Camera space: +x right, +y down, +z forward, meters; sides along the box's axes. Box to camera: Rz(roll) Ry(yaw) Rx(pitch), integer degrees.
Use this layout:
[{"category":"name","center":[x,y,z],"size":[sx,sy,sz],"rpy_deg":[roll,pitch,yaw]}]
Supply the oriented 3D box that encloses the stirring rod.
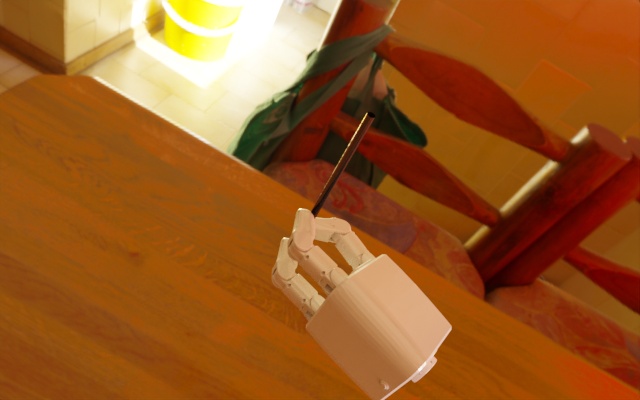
[{"category":"stirring rod","center":[0.000,0.002,0.496],"size":[0.011,0.011,0.240],"rpy_deg":[0,-39,-28]}]
